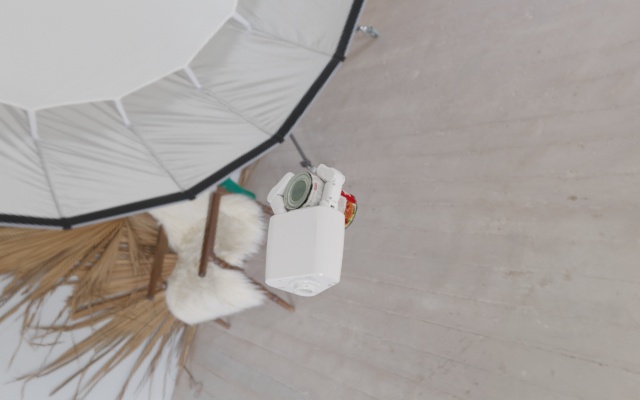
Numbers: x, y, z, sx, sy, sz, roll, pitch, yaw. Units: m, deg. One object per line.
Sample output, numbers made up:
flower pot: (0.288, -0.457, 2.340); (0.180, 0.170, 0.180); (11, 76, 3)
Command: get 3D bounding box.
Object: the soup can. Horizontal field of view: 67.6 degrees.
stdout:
soup can: (0.000, 0.002, 0.763); (0.102, 0.068, 0.068); (26, -16, -36)
